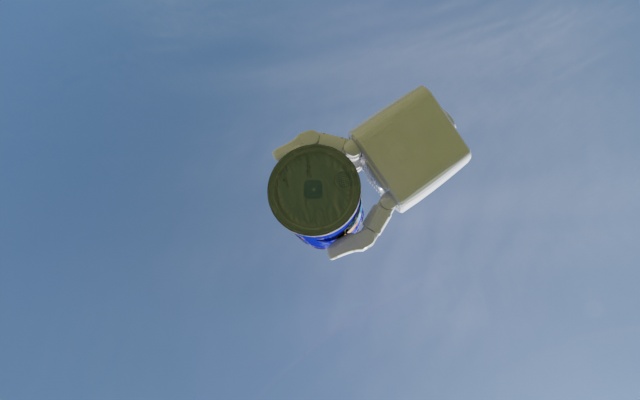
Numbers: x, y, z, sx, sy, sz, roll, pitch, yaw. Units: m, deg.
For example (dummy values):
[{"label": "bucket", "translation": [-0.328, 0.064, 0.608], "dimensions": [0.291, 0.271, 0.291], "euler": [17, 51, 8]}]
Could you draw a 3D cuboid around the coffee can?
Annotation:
[{"label": "coffee can", "translation": [0.000, 0.002, 0.582], "dimensions": [0.103, 0.102, 0.140], "euler": [0, -12, 6]}]
